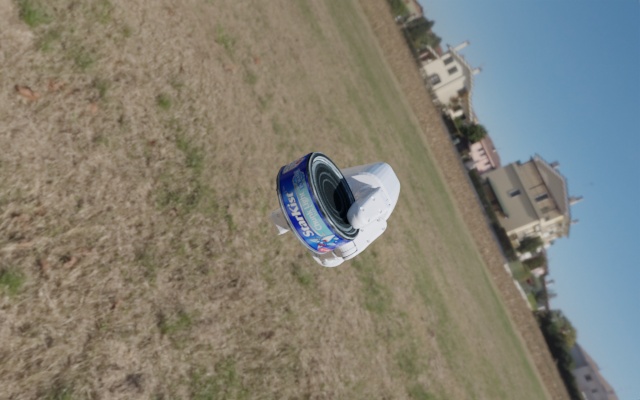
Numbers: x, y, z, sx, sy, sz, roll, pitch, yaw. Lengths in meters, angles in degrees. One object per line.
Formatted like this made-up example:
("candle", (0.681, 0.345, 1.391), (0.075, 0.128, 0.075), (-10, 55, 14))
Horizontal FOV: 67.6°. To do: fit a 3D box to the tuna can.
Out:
("tuna can", (0.001, 0.001, 0.418), (0.034, 0.086, 0.086), (-25, -11, 23))
